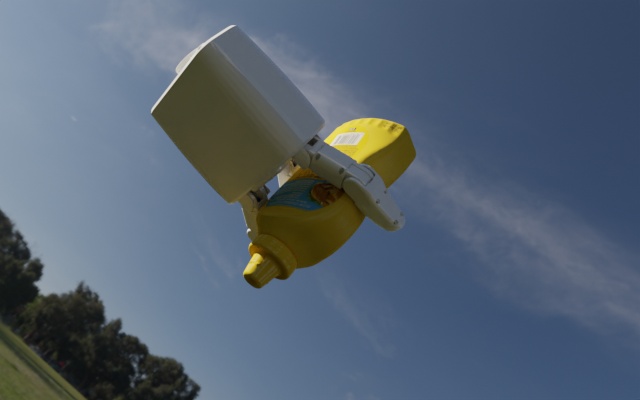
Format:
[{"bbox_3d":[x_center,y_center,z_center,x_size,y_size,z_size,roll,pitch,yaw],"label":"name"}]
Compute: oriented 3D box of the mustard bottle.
[{"bbox_3d":[0.000,0.001,0.418,0.096,0.058,0.191,5,43,43],"label":"mustard bottle"}]
